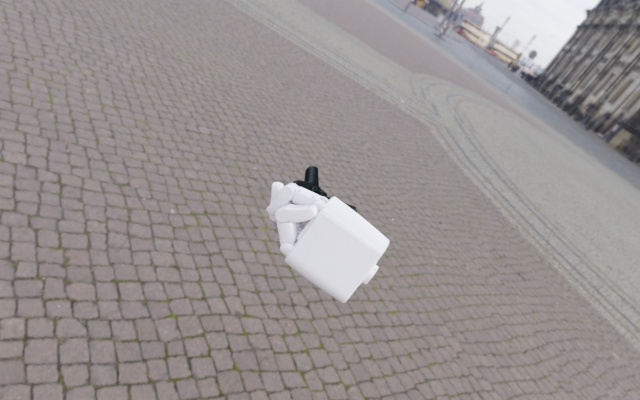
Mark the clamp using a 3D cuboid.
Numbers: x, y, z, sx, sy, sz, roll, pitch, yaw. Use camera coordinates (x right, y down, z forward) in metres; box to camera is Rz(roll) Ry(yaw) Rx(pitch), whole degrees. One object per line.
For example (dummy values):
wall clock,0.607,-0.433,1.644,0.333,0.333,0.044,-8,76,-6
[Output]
clamp,0.000,0.002,0.781,0.120,0.039,0.171,38,25,4
